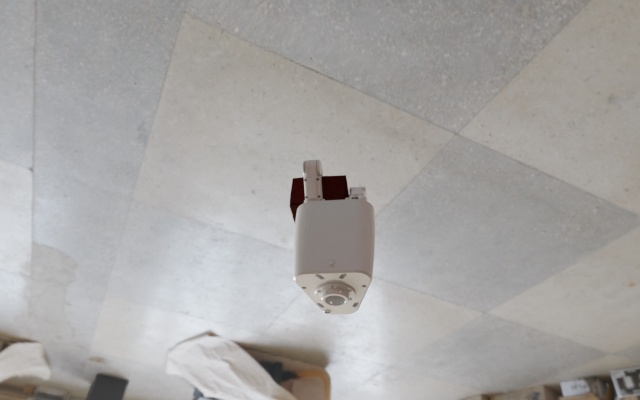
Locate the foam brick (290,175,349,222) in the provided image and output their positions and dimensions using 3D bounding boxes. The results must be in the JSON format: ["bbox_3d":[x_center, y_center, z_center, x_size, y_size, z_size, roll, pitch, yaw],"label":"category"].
[{"bbox_3d":[0.000,0.002,0.659,0.078,0.051,0.053,-3,-41,8],"label":"foam brick"}]
